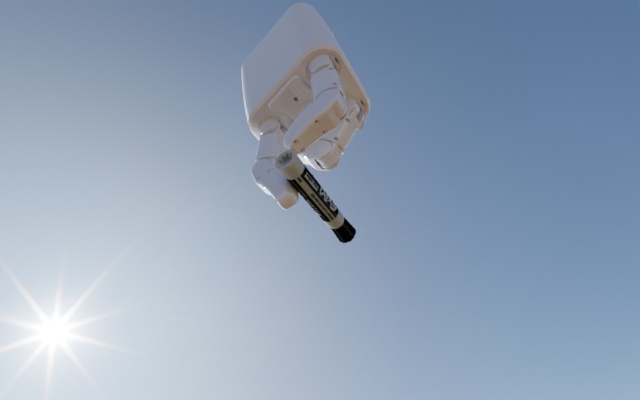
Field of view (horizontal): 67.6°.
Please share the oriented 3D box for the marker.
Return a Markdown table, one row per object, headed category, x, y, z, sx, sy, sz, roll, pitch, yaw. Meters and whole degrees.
| category | x | y | z | sx | sy | sz | roll | pitch | yaw |
| --- | --- | --- | --- | --- | --- | --- | --- | --- | --- |
| marker | 0.000 | 0.001 | 0.412 | 0.020 | 0.020 | 0.121 | 0 | -34 | 34 |
